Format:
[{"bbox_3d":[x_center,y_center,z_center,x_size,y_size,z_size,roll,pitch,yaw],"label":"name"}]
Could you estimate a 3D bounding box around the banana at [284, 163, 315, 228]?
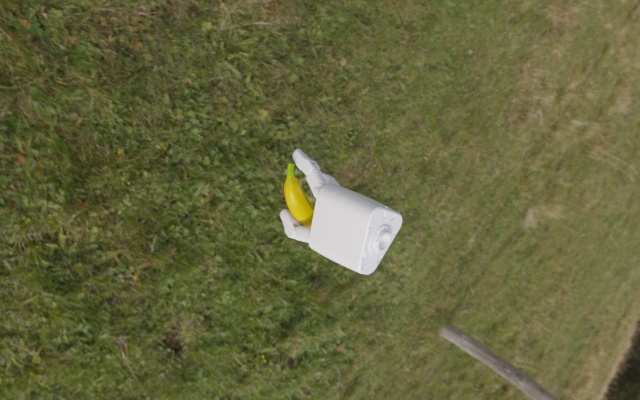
[{"bbox_3d":[-0.011,0.016,0.835,0.037,0.069,0.198,20,-18,40],"label":"banana"}]
